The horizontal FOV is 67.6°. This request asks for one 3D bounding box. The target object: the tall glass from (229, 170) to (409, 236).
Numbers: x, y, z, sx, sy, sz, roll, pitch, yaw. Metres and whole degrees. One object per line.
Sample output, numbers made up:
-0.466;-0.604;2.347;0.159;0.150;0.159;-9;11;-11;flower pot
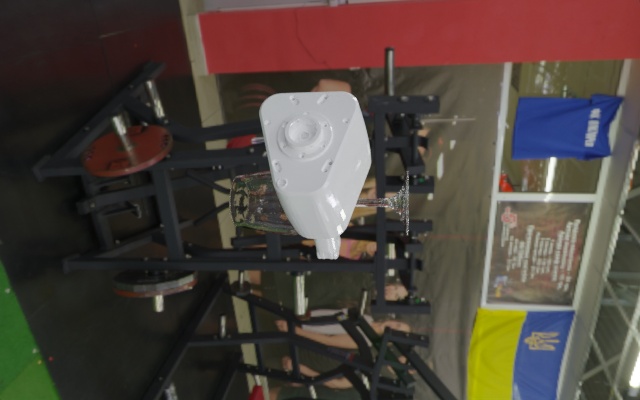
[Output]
0.001;0.002;0.551;0.201;0.079;0.079;0;0;10;tall glass
